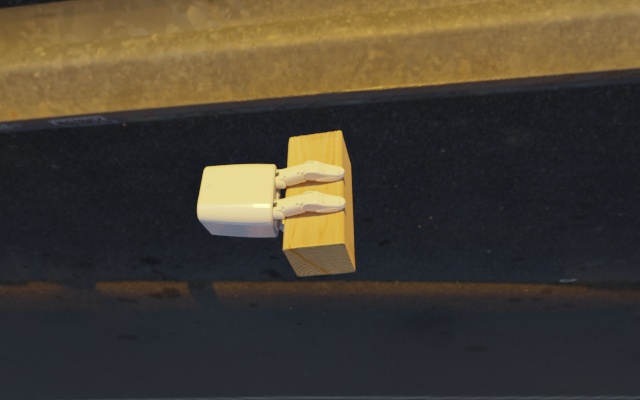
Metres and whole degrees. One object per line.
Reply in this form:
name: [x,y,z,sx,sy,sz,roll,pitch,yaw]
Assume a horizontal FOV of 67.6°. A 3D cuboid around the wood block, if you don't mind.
wood block: [0.000,0.003,0.738,0.090,0.206,0.091,-7,-36,10]
